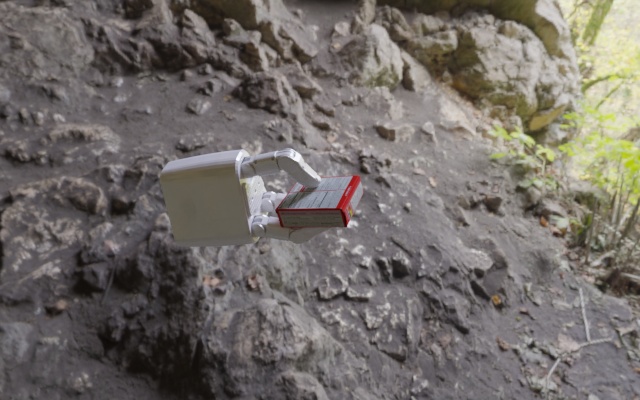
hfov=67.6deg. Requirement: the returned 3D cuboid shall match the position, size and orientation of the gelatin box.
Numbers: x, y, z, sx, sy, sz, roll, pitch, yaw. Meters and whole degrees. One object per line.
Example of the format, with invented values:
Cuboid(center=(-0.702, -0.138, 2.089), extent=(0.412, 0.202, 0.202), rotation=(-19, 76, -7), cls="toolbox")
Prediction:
Cuboid(center=(0.000, 0.002, 0.582), extent=(0.089, 0.030, 0.073), rotation=(-2, 33, 25), cls="gelatin box")
